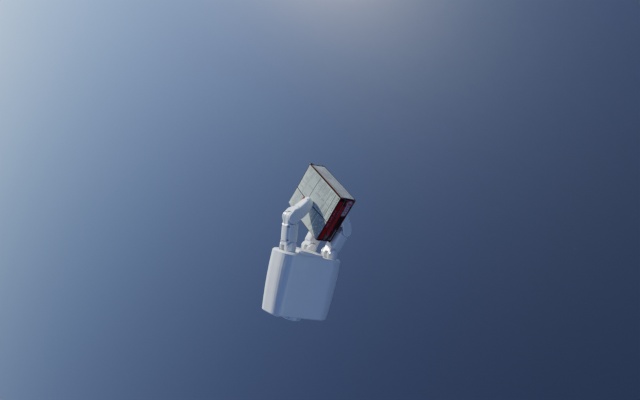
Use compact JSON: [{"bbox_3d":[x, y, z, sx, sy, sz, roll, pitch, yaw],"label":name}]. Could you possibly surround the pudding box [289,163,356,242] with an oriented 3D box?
[{"bbox_3d":[0.000,0.003,0.821,0.039,0.090,0.113,11,29,-43],"label":"pudding box"}]
